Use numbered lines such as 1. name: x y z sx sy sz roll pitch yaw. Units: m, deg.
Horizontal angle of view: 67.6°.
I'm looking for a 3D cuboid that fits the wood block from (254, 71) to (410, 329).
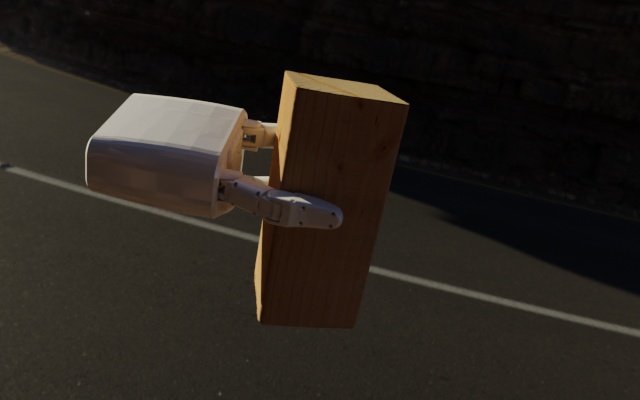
1. wood block: 0.000 0.001 0.426 0.090 0.206 0.090 6 21 -13
